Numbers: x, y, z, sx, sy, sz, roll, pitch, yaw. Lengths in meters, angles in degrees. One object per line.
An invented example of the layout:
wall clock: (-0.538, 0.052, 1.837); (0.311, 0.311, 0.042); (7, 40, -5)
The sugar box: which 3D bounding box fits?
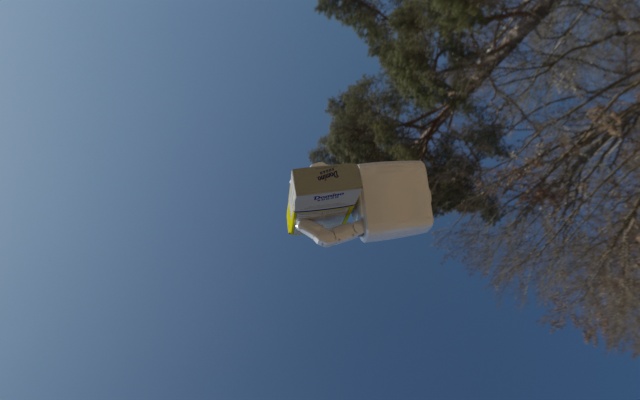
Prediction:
sugar box: (0.000, 0.002, 0.706); (0.093, 0.048, 0.176); (-6, -23, -10)
